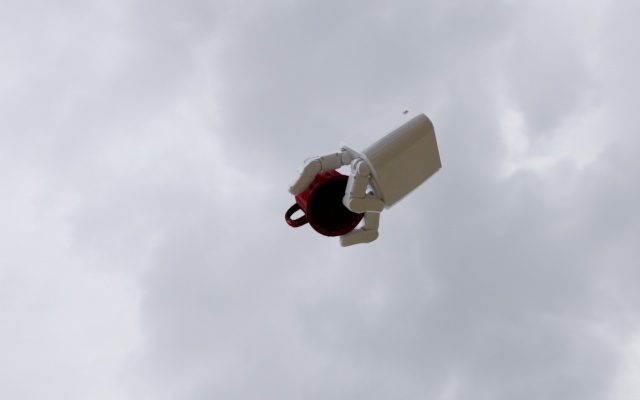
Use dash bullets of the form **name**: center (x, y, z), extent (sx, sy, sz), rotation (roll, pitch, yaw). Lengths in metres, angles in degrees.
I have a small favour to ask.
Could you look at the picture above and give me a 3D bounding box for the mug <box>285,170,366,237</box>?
- **mug**: center (-0.001, 0.003, 0.702), extent (0.117, 0.093, 0.081), rotation (-32, 27, -8)
